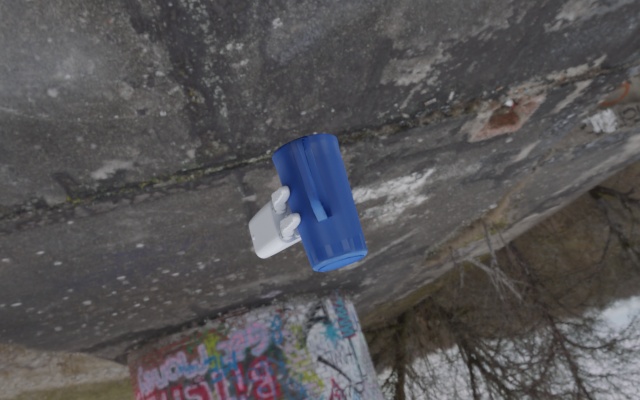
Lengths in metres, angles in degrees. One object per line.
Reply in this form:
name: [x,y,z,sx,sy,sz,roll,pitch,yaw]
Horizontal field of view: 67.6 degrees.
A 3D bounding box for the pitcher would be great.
pitcher: [0.000,0.003,0.896,0.149,0.242,0.145,-5,-20,-38]
